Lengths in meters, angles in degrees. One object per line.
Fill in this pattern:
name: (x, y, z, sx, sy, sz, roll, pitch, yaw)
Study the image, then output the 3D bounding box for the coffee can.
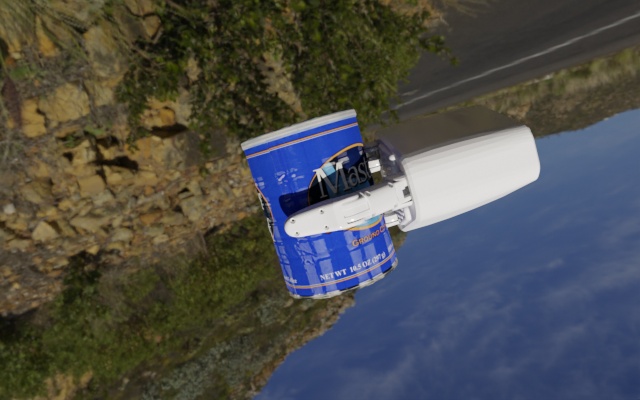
coffee can: (0.000, 0.001, 0.422, 0.103, 0.140, 0.103, -17, 7, 2)
